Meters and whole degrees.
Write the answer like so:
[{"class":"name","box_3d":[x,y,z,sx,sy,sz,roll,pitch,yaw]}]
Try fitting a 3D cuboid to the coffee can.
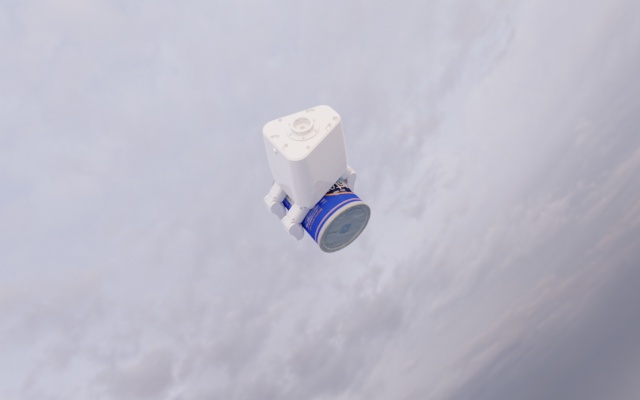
[{"class":"coffee can","box_3d":[0.000,0.003,0.793,0.103,0.103,0.140,0,38,-48]}]
